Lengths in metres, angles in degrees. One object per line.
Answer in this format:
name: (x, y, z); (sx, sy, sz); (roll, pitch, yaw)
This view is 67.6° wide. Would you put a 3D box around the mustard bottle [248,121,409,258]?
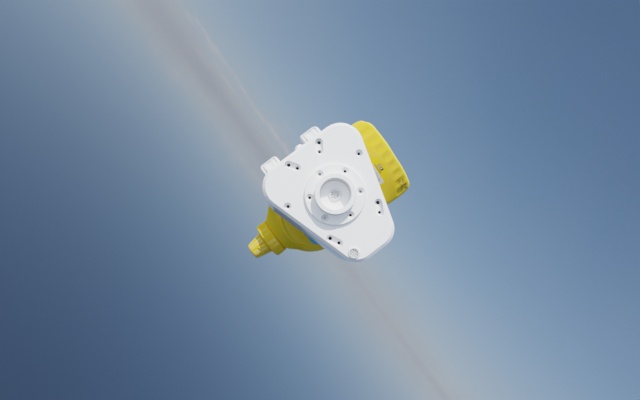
mustard bottle: (0.000, 0.002, 0.542); (0.191, 0.096, 0.058); (-37, 20, -2)
